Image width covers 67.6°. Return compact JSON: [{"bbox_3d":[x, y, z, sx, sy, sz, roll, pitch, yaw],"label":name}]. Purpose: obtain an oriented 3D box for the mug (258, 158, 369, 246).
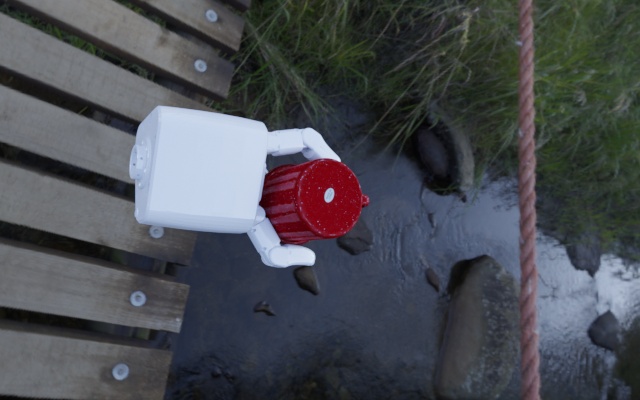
[{"bbox_3d":[0.001,0.002,0.512,0.117,0.093,0.081,4,-8,-32],"label":"mug"}]
